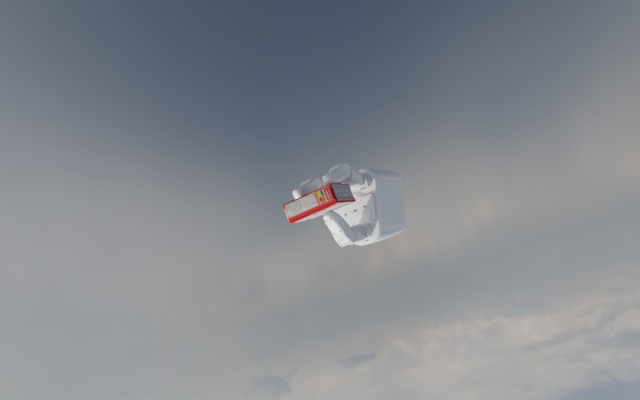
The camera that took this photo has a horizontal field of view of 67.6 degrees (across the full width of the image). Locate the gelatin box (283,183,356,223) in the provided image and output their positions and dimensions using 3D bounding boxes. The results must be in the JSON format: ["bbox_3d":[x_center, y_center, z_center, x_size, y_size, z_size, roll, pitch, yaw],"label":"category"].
[{"bbox_3d":[0.000,0.003,0.652,0.073,0.030,0.089,-23,-6,19],"label":"gelatin box"}]
